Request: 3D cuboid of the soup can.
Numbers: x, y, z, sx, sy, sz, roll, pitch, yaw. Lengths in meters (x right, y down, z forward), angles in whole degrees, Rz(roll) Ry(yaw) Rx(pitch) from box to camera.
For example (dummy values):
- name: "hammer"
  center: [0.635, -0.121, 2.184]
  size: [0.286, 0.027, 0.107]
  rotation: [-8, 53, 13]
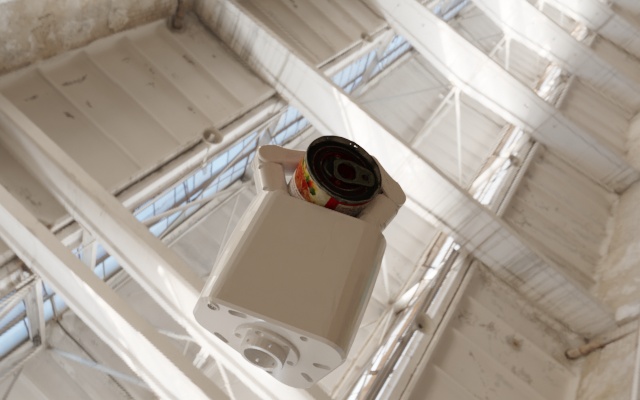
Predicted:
- name: "soup can"
  center: [0.000, 0.001, 0.421]
  size: [0.068, 0.068, 0.102]
  rotation: [0, -34, -28]
